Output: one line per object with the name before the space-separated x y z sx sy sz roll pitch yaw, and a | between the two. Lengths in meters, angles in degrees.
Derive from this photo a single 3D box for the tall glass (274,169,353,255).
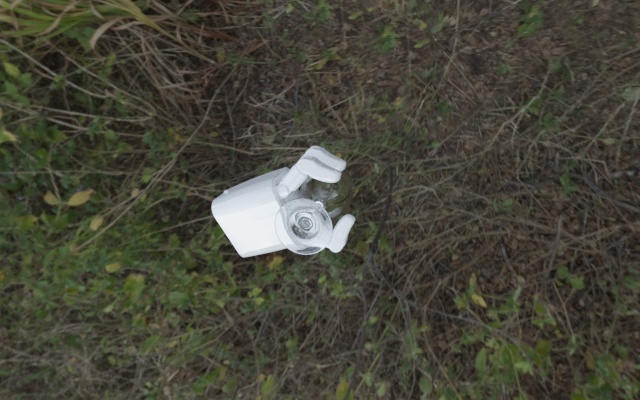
tall glass | 0.000 0.002 0.678 0.079 0.079 0.201 0 18 14
